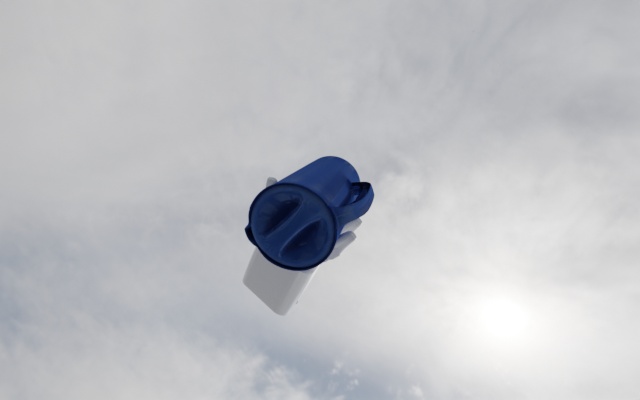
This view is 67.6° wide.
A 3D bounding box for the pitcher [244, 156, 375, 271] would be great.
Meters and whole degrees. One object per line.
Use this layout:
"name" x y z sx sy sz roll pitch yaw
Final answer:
"pitcher" 0.000 0.003 0.770 0.149 0.145 0.242 29 24 6
